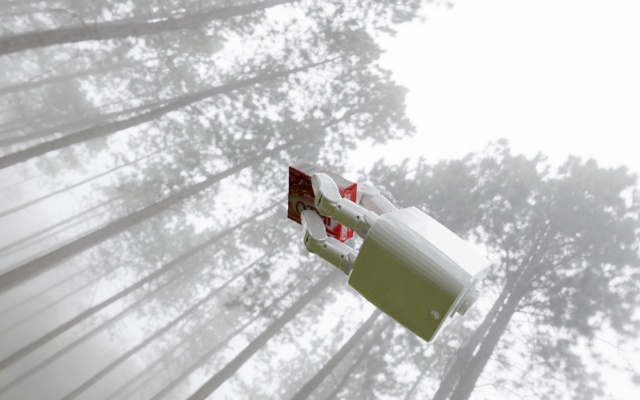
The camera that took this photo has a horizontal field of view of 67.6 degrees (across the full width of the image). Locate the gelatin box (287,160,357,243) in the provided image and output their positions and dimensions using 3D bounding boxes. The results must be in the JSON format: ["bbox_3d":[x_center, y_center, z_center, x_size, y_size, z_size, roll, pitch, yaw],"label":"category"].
[{"bbox_3d":[0.000,0.002,0.569,0.089,0.073,0.030,26,37,34],"label":"gelatin box"}]
